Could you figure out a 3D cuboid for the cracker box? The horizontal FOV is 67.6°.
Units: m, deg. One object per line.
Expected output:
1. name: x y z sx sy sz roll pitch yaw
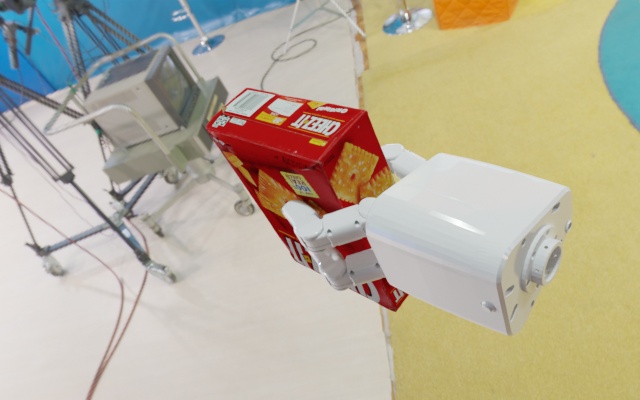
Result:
1. cracker box: 0.000 0.001 0.473 0.164 0.072 0.214 21 -30 42
